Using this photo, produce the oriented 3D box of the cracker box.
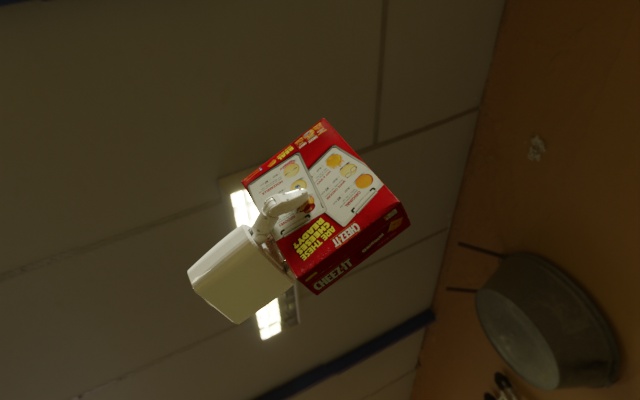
[{"bbox_3d":[0.000,0.002,0.685,0.164,0.213,0.072,-37,-41,1],"label":"cracker box"}]
